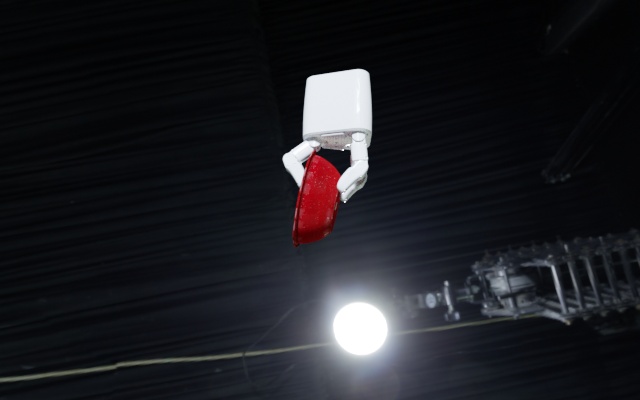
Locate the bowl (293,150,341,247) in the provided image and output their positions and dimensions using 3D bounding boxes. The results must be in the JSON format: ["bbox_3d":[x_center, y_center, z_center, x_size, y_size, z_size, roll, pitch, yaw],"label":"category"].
[{"bbox_3d":[0.000,0.004,0.778,0.055,0.162,0.162,12,1,6],"label":"bowl"}]
